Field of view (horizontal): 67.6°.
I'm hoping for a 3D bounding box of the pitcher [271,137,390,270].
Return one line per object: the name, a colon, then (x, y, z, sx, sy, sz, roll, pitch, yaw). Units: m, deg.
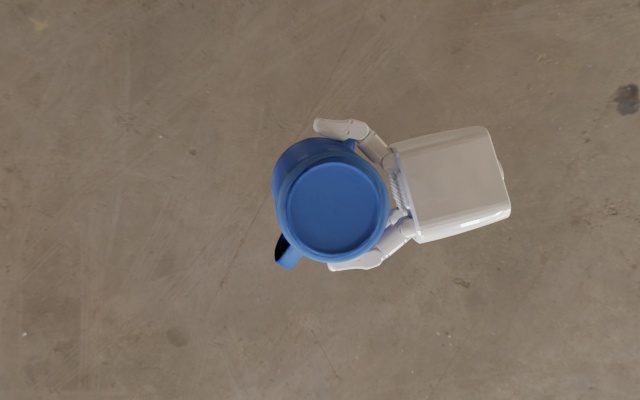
pitcher: (0.000, 0.002, 0.559, 0.145, 0.149, 0.243, -13, 8, -1)
